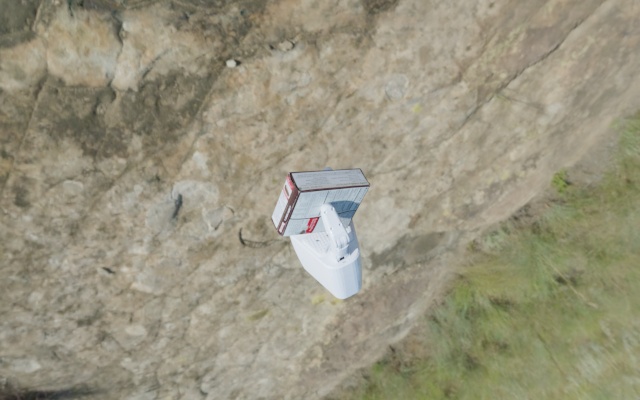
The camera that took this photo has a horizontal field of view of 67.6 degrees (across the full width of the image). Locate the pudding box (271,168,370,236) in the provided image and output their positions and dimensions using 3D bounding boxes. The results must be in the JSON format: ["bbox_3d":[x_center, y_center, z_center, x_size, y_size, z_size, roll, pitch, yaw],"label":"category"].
[{"bbox_3d":[0.000,0.002,0.641,0.113,0.039,0.090,-7,-41,-32],"label":"pudding box"}]
